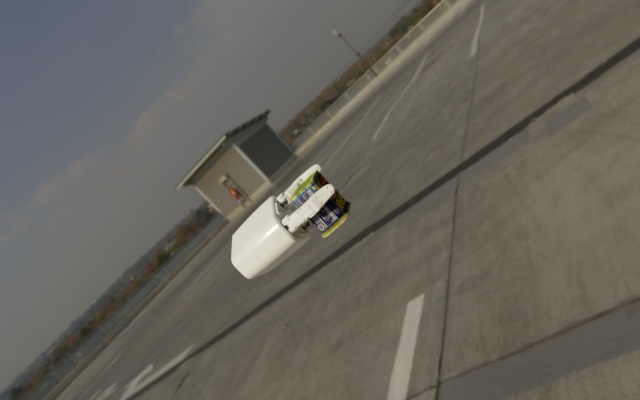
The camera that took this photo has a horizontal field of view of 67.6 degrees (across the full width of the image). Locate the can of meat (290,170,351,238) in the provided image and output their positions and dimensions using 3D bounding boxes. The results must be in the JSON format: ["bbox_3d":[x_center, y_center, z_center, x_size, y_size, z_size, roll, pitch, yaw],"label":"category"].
[{"bbox_3d":[0.000,0.002,0.793,0.057,0.084,0.102,-42,7,15],"label":"can of meat"}]
